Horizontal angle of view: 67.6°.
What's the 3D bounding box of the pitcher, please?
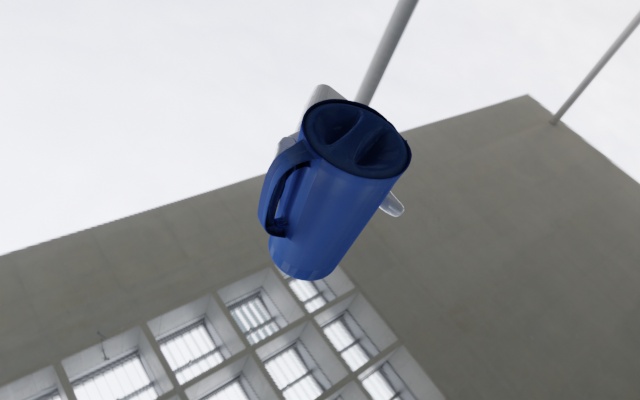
[{"bbox_3d":[0.000,0.002,0.619,0.149,0.145,0.243,20,-45,-5],"label":"pitcher"}]
